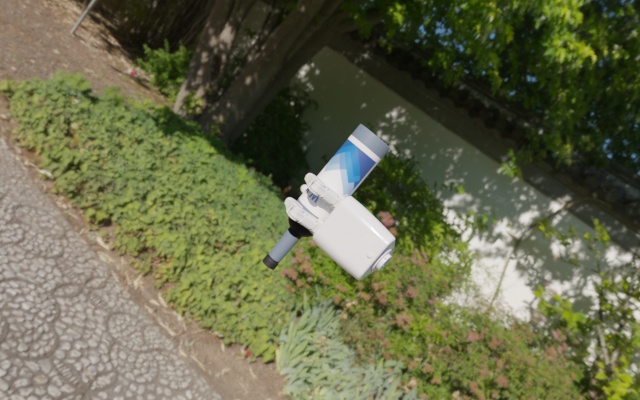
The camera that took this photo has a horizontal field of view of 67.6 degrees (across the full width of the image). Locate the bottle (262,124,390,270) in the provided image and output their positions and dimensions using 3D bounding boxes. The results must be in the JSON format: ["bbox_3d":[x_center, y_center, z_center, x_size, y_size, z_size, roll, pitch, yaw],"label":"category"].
[{"bbox_3d":[0.000,0.002,0.832,0.069,0.296,0.069,39,8,-6],"label":"bottle"}]
